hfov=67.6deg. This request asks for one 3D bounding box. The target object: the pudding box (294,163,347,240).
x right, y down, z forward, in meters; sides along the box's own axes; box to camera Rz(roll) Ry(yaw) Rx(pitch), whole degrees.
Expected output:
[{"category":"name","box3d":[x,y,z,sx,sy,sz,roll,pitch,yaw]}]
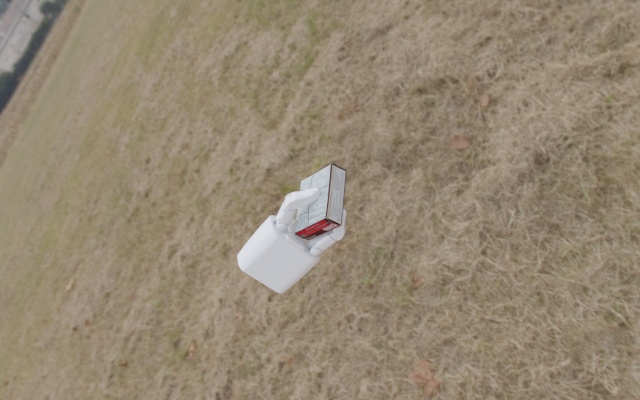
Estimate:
[{"category":"pudding box","box3d":[0.000,0.003,0.824,0.039,0.113,0.090,25,-34,-32]}]
